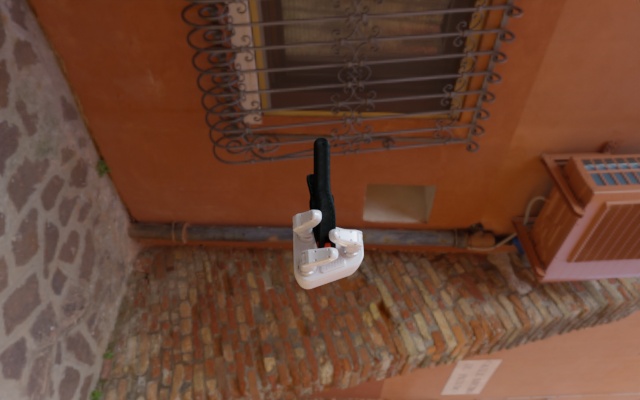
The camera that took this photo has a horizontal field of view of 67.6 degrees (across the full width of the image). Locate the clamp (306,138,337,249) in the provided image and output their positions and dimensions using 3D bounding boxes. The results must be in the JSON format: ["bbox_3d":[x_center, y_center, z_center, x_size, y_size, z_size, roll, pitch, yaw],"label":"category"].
[{"bbox_3d":[0.001,0.003,0.744,0.039,0.171,0.120,-1,-19,-3],"label":"clamp"}]
